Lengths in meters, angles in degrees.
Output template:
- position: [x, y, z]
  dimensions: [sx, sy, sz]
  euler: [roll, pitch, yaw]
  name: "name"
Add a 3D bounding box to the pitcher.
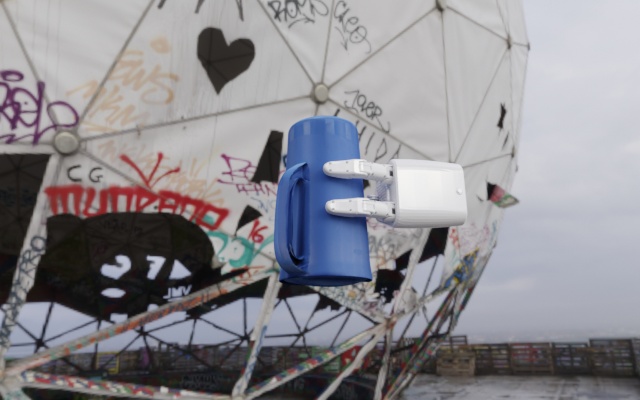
- position: [0.000, 0.002, 0.696]
  dimensions: [0.145, 0.242, 0.149]
  euler: [1, -15, -10]
  name: "pitcher"
